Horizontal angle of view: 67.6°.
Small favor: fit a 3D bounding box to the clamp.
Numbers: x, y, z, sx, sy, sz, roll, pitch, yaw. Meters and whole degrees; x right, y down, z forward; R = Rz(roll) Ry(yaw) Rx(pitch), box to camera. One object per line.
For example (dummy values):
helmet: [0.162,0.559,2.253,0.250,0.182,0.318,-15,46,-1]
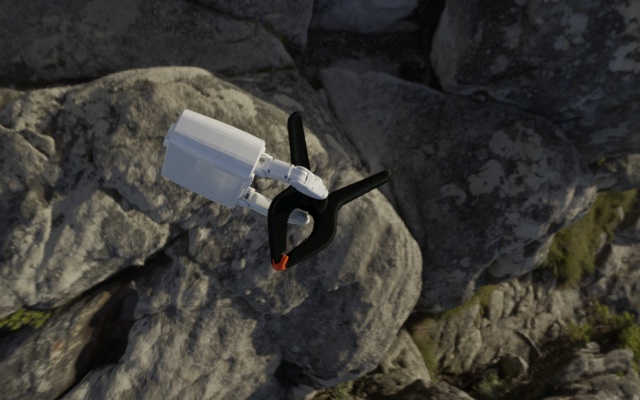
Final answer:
clamp: [0.000,0.002,0.637,0.164,0.210,0.036,24,-18,-11]
